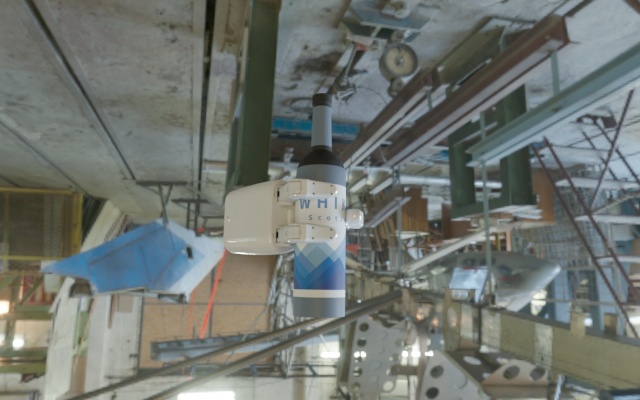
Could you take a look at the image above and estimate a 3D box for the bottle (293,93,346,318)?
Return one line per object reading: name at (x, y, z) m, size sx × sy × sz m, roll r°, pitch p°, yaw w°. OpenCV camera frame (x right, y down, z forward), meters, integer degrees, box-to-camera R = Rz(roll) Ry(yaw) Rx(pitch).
bottle at (0.000, 0.002, 0.632) m, size 0.069 × 0.295 × 0.069 m, roll 1°, pitch -9°, yaw 0°
